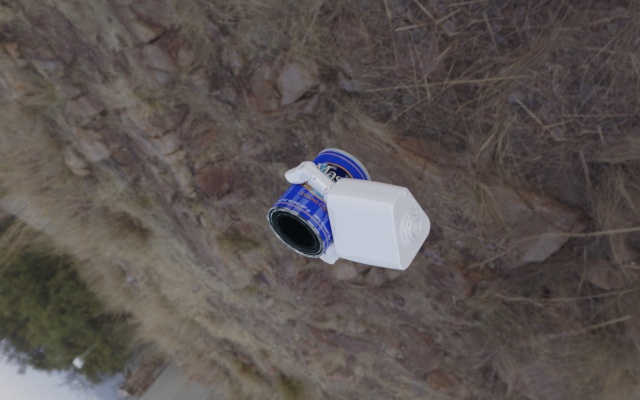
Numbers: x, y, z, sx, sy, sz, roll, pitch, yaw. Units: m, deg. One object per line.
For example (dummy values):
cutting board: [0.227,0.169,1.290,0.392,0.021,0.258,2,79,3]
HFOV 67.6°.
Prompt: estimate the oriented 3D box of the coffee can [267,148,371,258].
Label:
coffee can: [0.000,0.002,0.731,0.103,0.103,0.140,0,41,47]
